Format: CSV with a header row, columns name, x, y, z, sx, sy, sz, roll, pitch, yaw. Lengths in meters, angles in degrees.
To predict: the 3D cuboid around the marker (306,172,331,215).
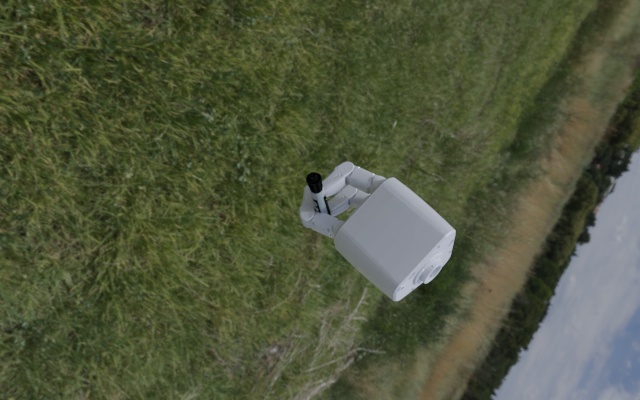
name,x,y,z,sx,sy,sz,roll,pitch,yaw
marker,0.000,0.002,0.614,0.020,0.020,0.121,0,-31,10
